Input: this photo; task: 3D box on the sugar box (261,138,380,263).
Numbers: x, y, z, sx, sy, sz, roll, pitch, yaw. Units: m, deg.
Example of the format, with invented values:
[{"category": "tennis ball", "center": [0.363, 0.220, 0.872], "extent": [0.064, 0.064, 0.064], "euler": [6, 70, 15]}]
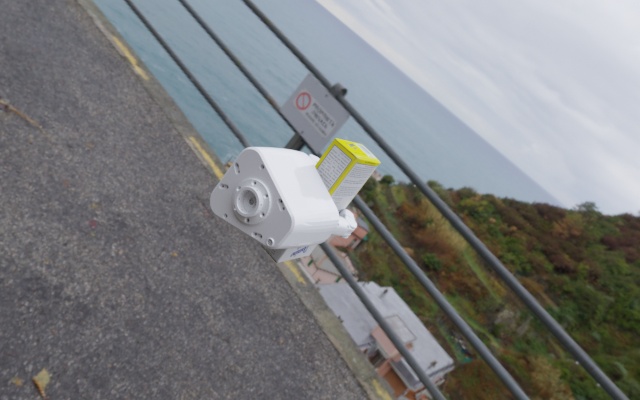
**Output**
[{"category": "sugar box", "center": [0.000, 0.002, 0.638], "extent": [0.048, 0.176, 0.093], "euler": [46, 19, 19]}]
